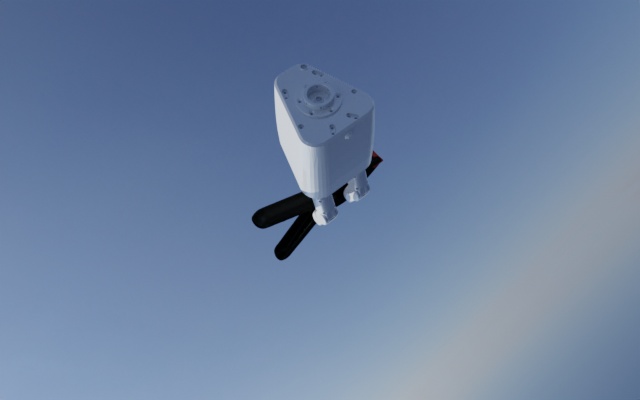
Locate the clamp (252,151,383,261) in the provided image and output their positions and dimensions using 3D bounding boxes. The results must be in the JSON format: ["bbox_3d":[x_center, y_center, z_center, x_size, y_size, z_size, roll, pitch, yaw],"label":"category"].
[{"bbox_3d":[0.000,0.001,0.677,0.210,0.036,0.165,-36,-20,-16],"label":"clamp"}]
